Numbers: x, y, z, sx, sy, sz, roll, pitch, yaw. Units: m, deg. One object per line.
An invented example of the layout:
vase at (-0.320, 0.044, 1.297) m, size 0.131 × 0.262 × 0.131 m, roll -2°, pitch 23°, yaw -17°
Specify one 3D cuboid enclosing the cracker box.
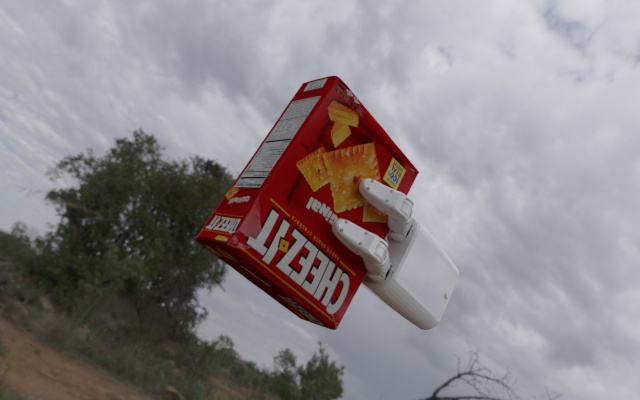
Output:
cracker box at (0.000, 0.002, 0.510) m, size 0.072 × 0.213 × 0.164 m, roll 1°, pitch -36°, yaw 51°
